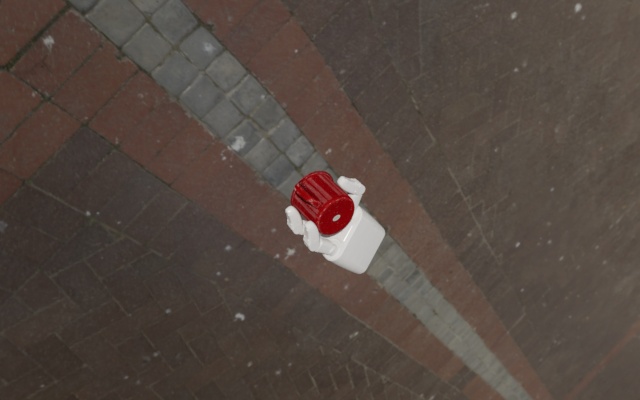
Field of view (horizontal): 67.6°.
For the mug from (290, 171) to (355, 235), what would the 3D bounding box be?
[{"bbox_3d":[-0.001,0.002,0.834,0.117,0.093,0.081,33,9,-48],"label":"mug"}]
